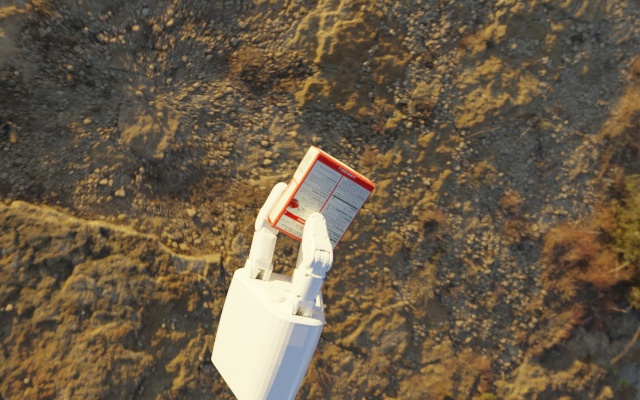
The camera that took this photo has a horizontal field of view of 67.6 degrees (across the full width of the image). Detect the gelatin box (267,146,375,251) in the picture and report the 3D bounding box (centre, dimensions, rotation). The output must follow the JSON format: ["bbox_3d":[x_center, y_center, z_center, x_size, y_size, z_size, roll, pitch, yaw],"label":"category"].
[{"bbox_3d":[0.000,0.001,0.481,0.073,0.089,0.030,29,9,-25],"label":"gelatin box"}]
